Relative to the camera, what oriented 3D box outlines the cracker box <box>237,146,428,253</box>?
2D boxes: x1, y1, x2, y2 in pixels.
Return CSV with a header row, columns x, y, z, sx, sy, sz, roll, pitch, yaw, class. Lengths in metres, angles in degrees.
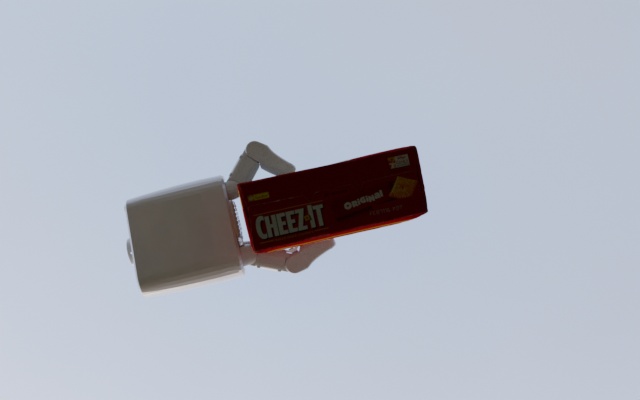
x,y,z,sx,sy,sz,roll,pitch,yaw,class
0.000,0.002,0.519,0.164,0.072,0.213,-13,1,-8,cracker box
